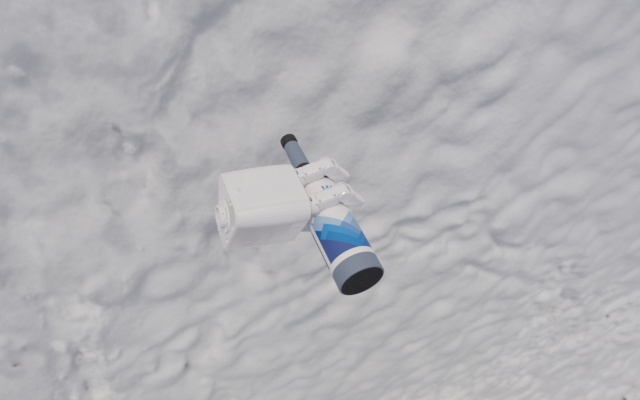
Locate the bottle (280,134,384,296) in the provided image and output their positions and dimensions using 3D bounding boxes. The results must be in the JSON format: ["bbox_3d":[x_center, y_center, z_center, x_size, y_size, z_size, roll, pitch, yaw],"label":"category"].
[{"bbox_3d":[0.000,0.003,0.722,0.069,0.295,0.069,-18,-37,-14],"label":"bottle"}]
